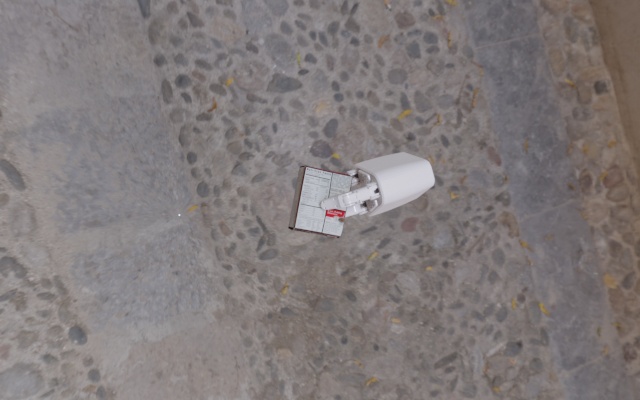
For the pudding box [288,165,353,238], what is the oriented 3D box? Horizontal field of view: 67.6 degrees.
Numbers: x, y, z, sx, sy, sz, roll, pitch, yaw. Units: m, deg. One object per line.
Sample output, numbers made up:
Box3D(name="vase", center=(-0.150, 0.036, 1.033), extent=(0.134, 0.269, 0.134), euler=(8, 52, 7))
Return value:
Box3D(name="pudding box", center=(0.000, 0.003, 0.823), extent=(0.090, 0.113, 0.039), euler=(12, -5, -16))
